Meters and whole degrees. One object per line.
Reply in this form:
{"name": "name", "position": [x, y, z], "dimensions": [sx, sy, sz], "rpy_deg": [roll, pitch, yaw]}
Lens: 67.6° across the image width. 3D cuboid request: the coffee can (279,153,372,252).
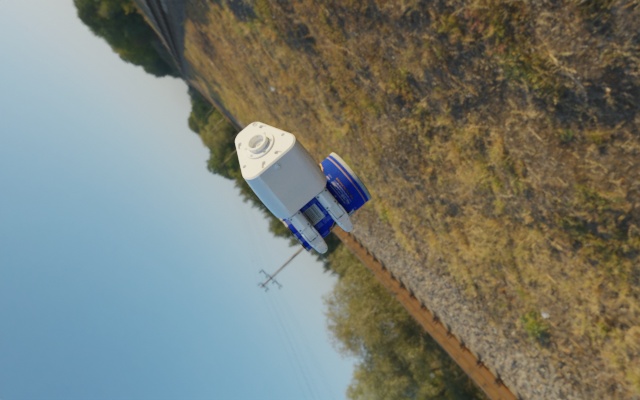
{"name": "coffee can", "position": [0.000, 0.003, 0.805], "dimensions": [0.140, 0.103, 0.103], "rpy_deg": [-40, 2, -3]}
